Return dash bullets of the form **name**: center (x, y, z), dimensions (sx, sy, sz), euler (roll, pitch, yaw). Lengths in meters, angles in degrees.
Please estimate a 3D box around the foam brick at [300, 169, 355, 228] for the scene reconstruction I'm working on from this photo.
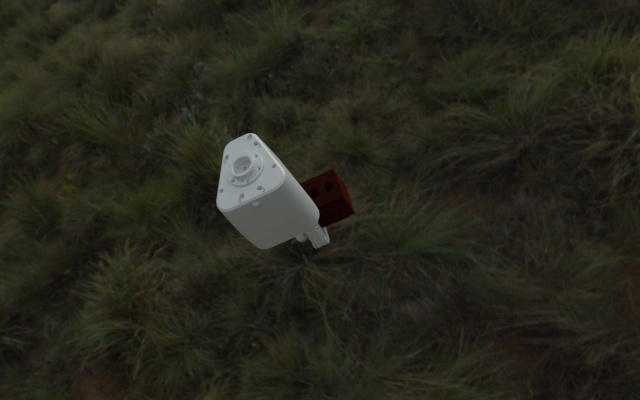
- **foam brick**: center (0.000, 0.002, 0.673), dimensions (0.078, 0.053, 0.051), euler (-24, -36, 8)
